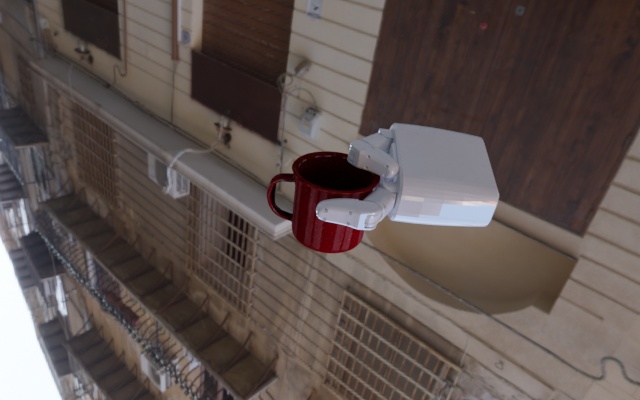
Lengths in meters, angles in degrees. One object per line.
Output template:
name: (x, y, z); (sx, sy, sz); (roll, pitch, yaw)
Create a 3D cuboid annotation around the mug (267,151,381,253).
mug: (-0.001, 0.002, 0.517); (0.117, 0.081, 0.093); (6, 31, -3)
